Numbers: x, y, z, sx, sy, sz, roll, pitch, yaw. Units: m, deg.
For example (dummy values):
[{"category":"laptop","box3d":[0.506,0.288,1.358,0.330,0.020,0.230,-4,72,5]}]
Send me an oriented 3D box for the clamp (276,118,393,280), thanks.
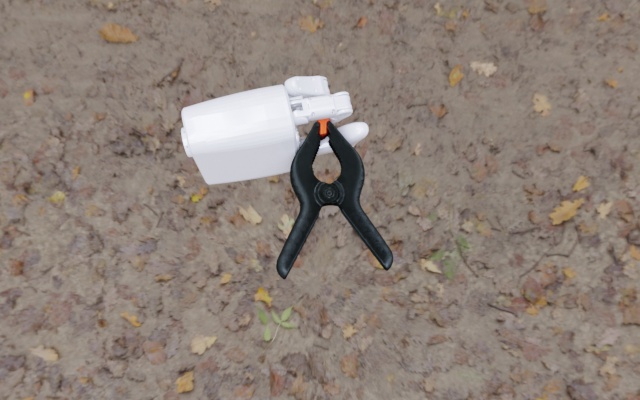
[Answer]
[{"category":"clamp","box3d":[0.000,0.001,0.501,0.120,0.171,0.039,-12,-9,-9]}]
